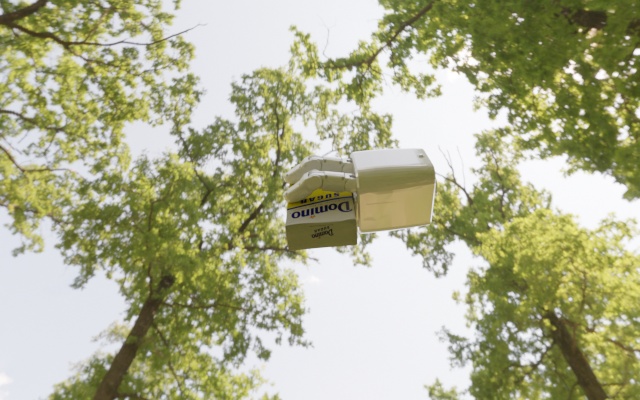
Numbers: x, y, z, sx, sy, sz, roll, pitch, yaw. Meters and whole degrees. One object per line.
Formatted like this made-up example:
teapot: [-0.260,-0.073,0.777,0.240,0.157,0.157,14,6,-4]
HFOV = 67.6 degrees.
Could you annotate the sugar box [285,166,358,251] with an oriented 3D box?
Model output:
sugar box: [0.000,0.002,0.683,0.093,0.048,0.176,-5,27,1]
